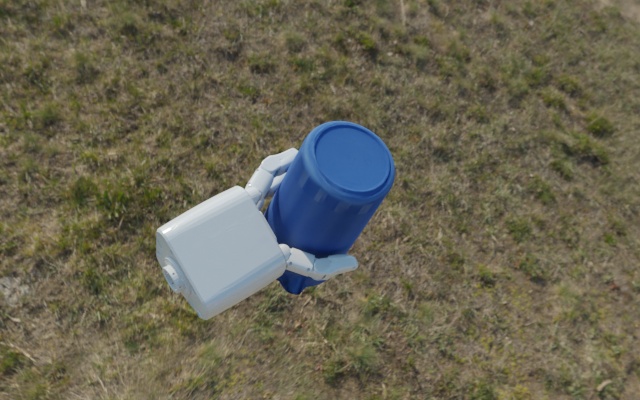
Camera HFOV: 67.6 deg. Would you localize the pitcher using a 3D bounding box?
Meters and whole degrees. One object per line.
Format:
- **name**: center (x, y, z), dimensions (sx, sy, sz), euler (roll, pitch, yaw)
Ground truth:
- **pitcher**: center (0.000, 0.002, 0.615), dimensions (0.145, 0.149, 0.243), euler (-28, -17, -30)
